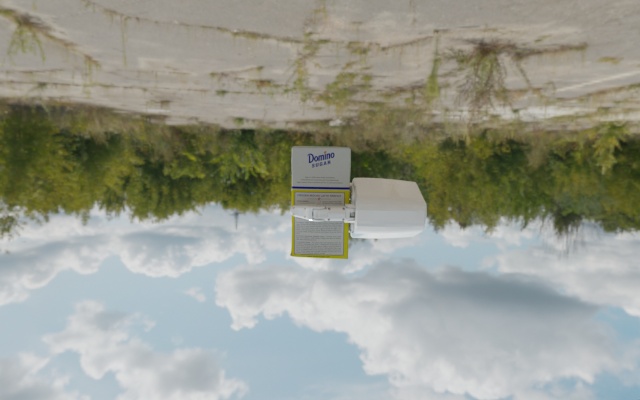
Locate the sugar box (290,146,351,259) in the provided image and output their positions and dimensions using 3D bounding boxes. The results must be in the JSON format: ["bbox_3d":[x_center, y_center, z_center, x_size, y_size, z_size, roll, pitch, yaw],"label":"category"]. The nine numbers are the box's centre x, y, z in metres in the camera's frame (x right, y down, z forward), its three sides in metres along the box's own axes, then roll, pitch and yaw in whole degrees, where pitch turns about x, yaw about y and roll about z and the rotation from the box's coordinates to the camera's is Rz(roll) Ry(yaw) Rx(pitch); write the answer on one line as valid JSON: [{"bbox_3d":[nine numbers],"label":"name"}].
[{"bbox_3d":[0.000,0.003,0.759,0.093,0.176,0.048,2,6,1],"label":"sugar box"}]
